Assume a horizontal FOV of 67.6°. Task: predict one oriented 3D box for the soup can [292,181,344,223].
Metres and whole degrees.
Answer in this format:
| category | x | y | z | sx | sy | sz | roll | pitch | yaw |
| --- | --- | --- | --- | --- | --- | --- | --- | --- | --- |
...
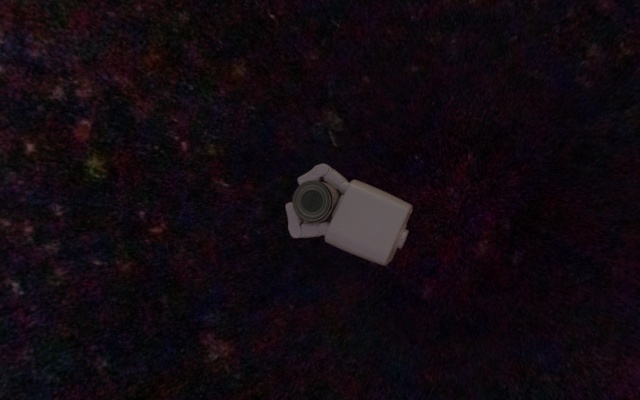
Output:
| category | x | y | z | sx | sy | sz | roll | pitch | yaw |
| --- | --- | --- | --- | --- | --- | --- | --- | --- | --- |
| soup can | 0.000 | 0.002 | 0.798 | 0.068 | 0.068 | 0.102 | 0 | -1 | 16 |
